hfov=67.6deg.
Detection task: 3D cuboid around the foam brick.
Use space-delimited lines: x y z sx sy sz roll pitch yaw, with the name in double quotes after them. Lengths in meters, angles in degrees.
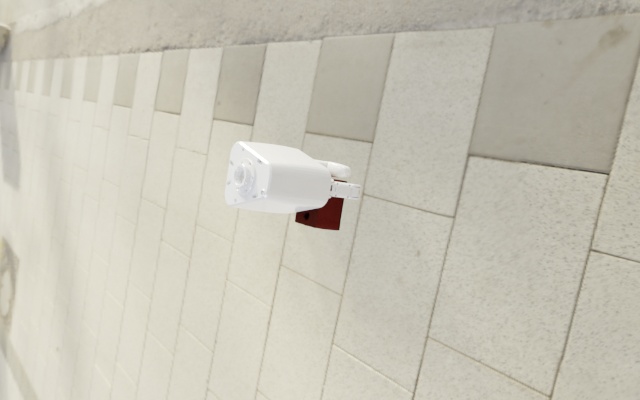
0.000 0.003 0.730 0.051 0.078 0.053 5 6 -42 "foam brick"
